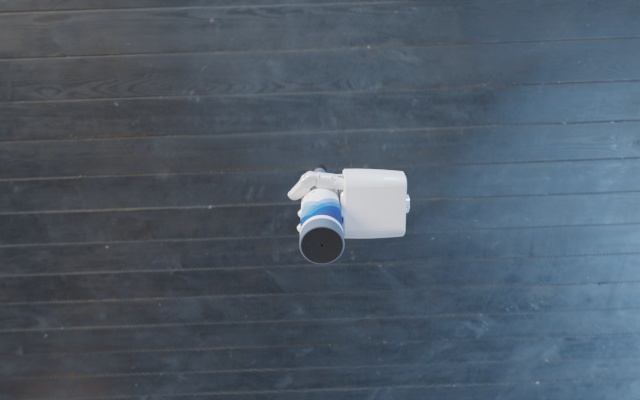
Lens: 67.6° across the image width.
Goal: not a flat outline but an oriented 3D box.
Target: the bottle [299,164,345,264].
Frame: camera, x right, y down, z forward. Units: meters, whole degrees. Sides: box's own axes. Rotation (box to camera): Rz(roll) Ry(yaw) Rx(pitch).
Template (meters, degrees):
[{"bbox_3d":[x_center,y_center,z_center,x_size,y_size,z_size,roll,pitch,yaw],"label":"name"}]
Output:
[{"bbox_3d":[0.000,0.003,0.832,0.069,0.069,0.295,0,26,-1],"label":"bottle"}]
